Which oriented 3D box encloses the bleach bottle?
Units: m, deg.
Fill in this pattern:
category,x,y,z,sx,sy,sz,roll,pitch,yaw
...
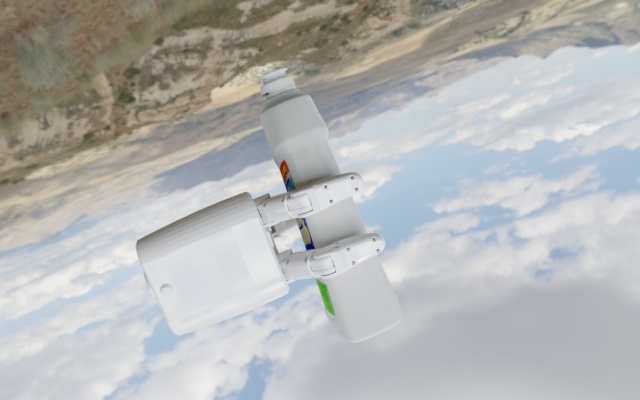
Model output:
category,x,y,z,sx,sy,sz,roll,pitch,yaw
bleach bottle,0.000,0.002,0.454,0.068,0.251,0.102,-22,9,-9
